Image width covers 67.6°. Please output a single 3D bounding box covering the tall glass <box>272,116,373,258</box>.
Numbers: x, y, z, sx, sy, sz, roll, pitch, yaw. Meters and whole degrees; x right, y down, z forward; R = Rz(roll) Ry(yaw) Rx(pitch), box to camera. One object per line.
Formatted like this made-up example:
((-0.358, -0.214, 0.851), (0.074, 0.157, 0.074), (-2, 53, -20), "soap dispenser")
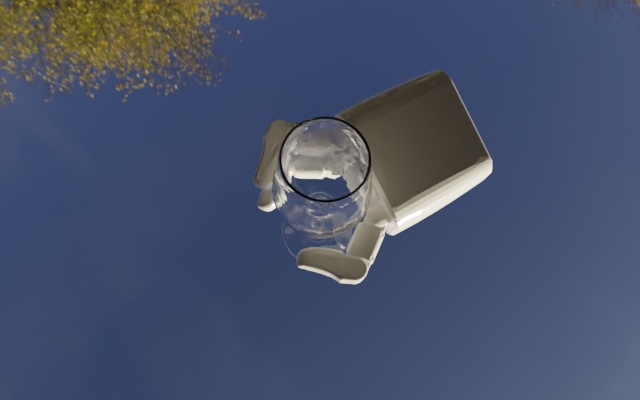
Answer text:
((0.000, 0.002, 0.410), (0.079, 0.079, 0.201), (0, -17, -2), "tall glass")
